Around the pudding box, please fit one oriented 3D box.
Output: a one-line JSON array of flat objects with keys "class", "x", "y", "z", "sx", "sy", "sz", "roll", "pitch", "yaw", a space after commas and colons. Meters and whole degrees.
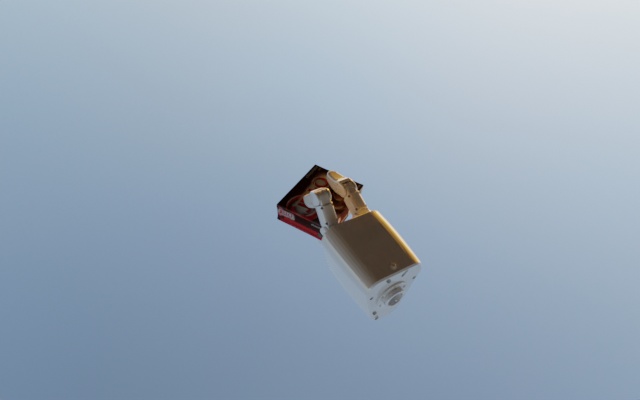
[{"class": "pudding box", "x": 0.000, "y": 0.003, "z": 0.730, "sx": 0.090, "sy": 0.039, "sz": 0.113, "roll": 25, "pitch": 47, "yaw": 19}]
